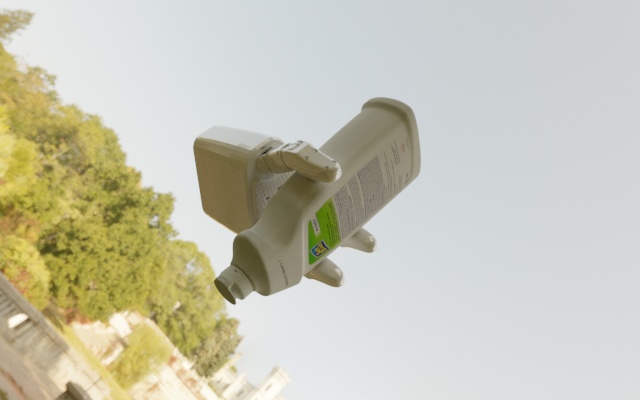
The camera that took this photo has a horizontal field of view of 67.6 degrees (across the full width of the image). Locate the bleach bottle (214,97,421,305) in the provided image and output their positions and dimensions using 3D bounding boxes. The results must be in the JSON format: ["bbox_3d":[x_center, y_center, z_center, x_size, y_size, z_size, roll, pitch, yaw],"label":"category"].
[{"bbox_3d":[0.000,0.002,0.462,0.068,0.103,0.250,21,49,41],"label":"bleach bottle"}]
